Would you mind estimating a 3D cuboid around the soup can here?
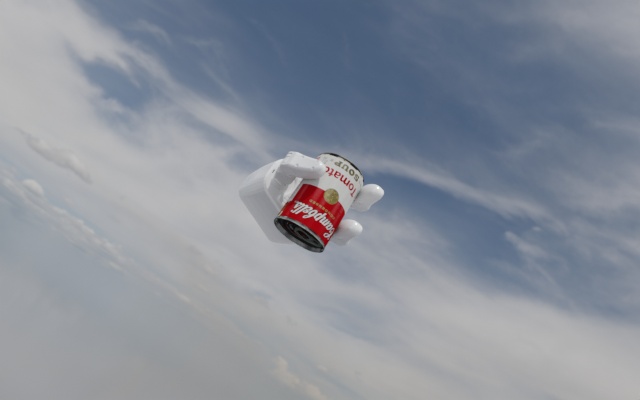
[{"bbox_3d":[0.000,0.001,0.569,0.068,0.102,0.068,28,-23,13],"label":"soup can"}]
